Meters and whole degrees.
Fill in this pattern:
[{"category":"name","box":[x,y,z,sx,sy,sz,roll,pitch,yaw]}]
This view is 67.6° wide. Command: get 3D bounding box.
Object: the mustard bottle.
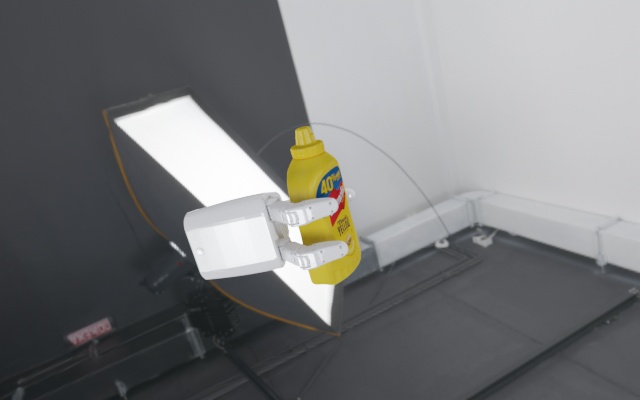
[{"category":"mustard bottle","box":[0.000,0.002,0.598,0.058,0.192,0.096,-4,20,30]}]
